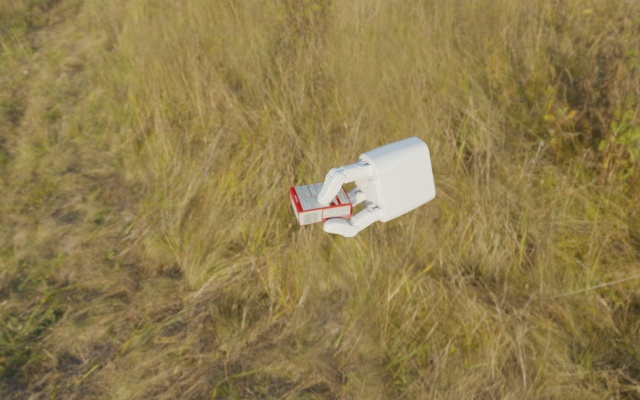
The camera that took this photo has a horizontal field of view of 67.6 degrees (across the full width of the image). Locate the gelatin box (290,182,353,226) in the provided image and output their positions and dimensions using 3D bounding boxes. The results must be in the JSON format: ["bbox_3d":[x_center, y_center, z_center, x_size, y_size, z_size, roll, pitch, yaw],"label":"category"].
[{"bbox_3d":[0.000,0.002,0.778,0.089,0.030,0.073,-9,37,-11],"label":"gelatin box"}]
